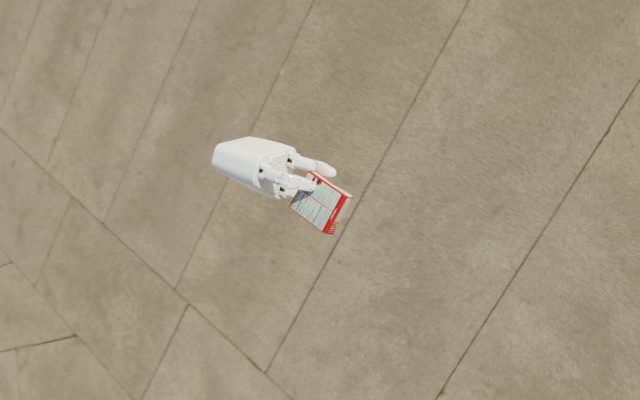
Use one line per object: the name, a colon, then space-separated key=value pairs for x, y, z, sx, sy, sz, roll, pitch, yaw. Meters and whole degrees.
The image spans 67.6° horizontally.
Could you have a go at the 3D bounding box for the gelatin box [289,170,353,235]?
gelatin box: x=0.000 y=0.003 z=0.789 sx=0.089 sy=0.073 sz=0.030 roll=35 pitch=14 yaw=30
